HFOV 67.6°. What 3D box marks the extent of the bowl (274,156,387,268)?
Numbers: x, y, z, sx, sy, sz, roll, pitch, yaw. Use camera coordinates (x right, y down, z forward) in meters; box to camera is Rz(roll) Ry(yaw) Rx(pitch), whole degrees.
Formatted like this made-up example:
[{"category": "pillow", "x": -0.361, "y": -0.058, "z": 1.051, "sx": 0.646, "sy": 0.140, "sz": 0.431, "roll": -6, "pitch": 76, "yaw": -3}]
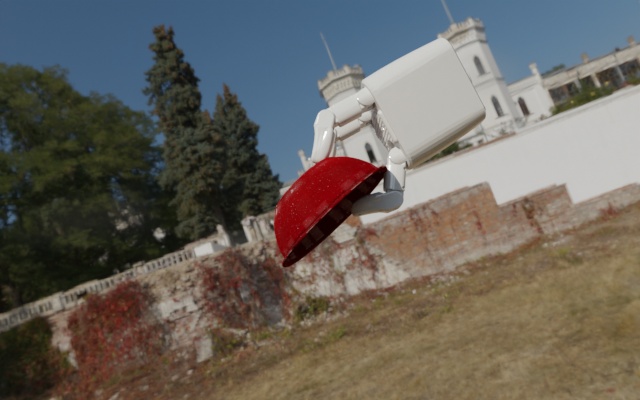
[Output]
[{"category": "bowl", "x": -0.001, "y": 0.002, "z": 0.542, "sx": 0.162, "sy": 0.055, "sz": 0.162, "roll": -43, "pitch": -10, "yaw": -9}]
